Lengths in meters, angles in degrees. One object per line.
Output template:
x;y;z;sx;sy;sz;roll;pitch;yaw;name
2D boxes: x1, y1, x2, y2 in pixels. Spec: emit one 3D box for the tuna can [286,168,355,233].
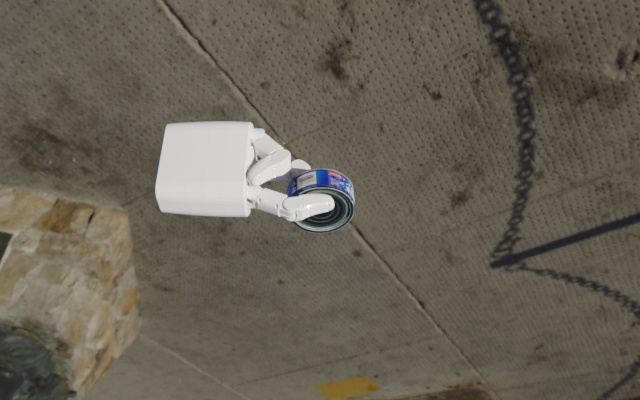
0.000;0.002;0.594;0.086;0.033;0.086;-2;-45;-2;tuna can
